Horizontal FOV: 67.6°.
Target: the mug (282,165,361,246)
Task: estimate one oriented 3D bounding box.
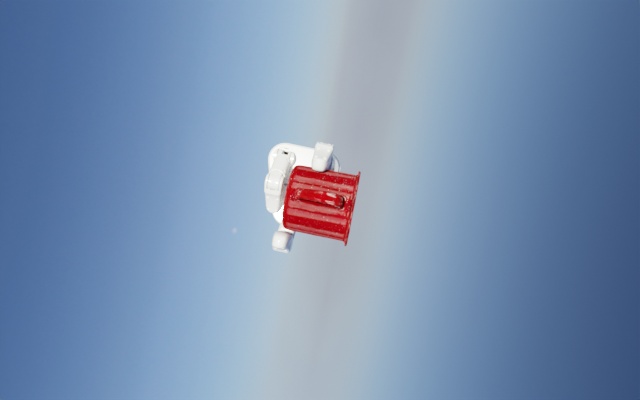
[{"bbox_3d":[0.000,0.002,0.571,0.081,0.093,0.117,11,-3,4],"label":"mug"}]
